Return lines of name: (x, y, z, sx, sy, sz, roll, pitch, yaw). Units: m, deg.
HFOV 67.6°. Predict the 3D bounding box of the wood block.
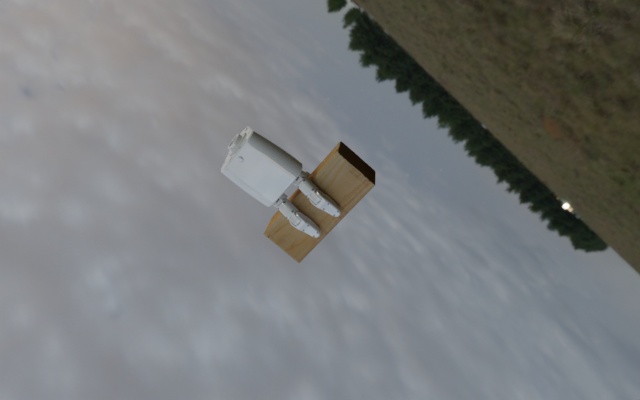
wood block: (0.000, 0.003, 0.881, 0.090, 0.206, 0.090, 40, 20, -9)
